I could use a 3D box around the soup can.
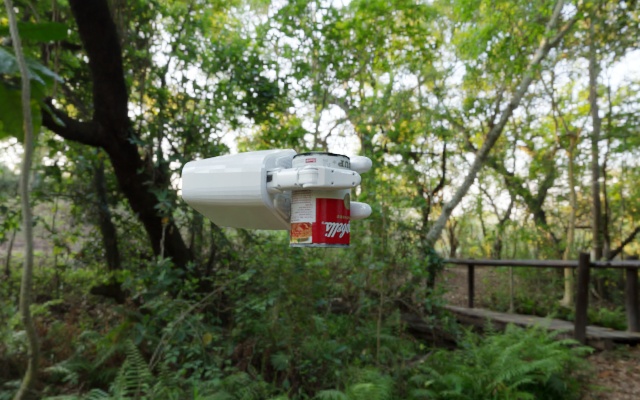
[{"bbox_3d":[0.001,0.001,0.536,0.068,0.102,0.068,1,-6,0],"label":"soup can"}]
